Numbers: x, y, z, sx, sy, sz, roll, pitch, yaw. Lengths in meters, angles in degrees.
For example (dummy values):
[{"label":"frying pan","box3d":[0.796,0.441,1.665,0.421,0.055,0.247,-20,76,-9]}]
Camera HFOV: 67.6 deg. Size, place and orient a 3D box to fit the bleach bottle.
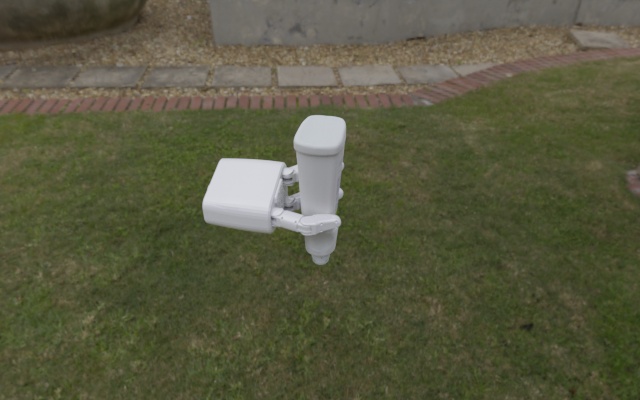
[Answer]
[{"label":"bleach bottle","box3d":[0.000,0.002,0.738,0.068,0.251,0.102,7,35,8]}]
